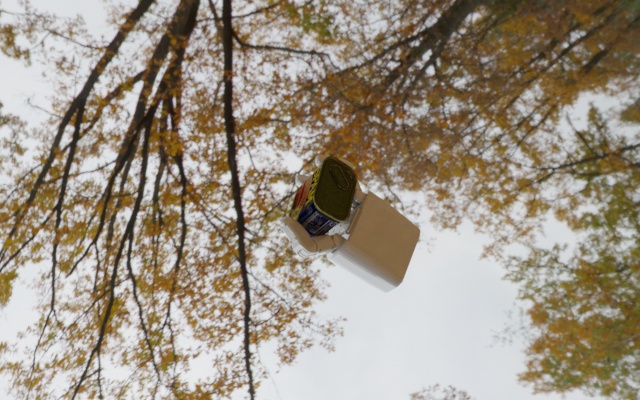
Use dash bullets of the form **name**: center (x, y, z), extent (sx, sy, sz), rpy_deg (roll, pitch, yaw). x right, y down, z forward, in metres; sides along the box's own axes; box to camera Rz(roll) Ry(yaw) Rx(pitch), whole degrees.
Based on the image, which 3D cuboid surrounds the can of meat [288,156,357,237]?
- **can of meat**: center (0.000, 0.002, 0.670), extent (0.057, 0.102, 0.084), rpy_deg (31, -43, -17)
